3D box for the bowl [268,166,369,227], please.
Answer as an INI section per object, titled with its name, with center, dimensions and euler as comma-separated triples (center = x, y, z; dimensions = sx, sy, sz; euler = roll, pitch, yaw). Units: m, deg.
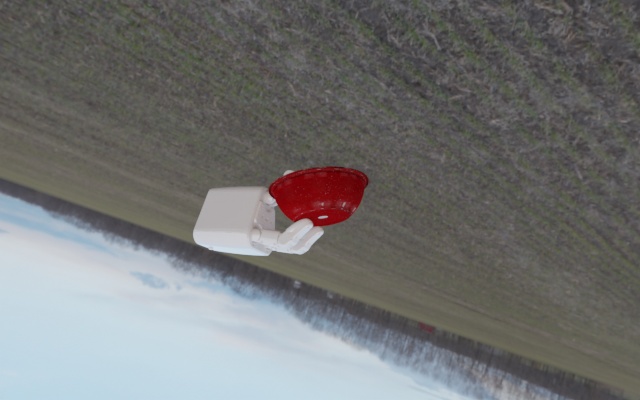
[bowl]
center = 0.001, 0.003, 0.754
dimensions = 0.162, 0.055, 0.162
euler = -6, -19, -2
